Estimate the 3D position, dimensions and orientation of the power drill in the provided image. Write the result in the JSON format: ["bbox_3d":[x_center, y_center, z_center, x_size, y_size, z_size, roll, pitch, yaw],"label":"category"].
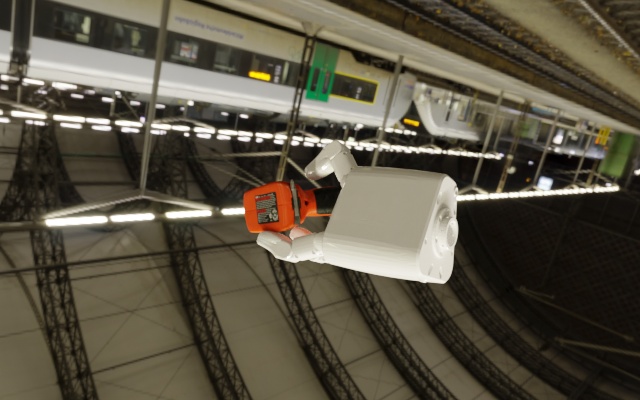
[{"bbox_3d":[0.000,0.002,0.619,0.187,0.057,0.184,-8,-3,-34],"label":"power drill"}]
